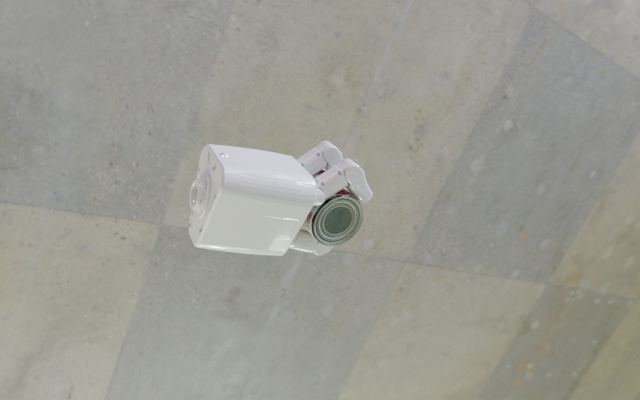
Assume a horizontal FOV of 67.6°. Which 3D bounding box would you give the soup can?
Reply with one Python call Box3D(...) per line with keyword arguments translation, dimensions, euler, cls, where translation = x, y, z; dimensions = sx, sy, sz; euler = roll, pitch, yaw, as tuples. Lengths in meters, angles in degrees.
Box3D(translation=(0.001, 0.002, 0.584), dimensions=(0.068, 0.068, 0.102), euler=(0, 26, -28), cls="soup can")
